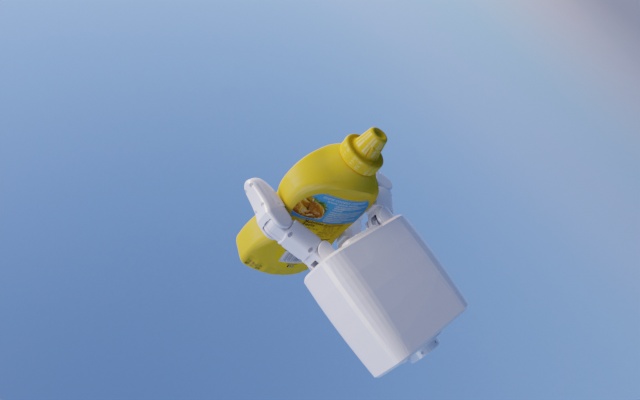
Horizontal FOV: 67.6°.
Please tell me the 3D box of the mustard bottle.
[{"bbox_3d":[0.000,0.001,0.464,0.096,0.058,0.192,10,-43,-35],"label":"mustard bottle"}]
